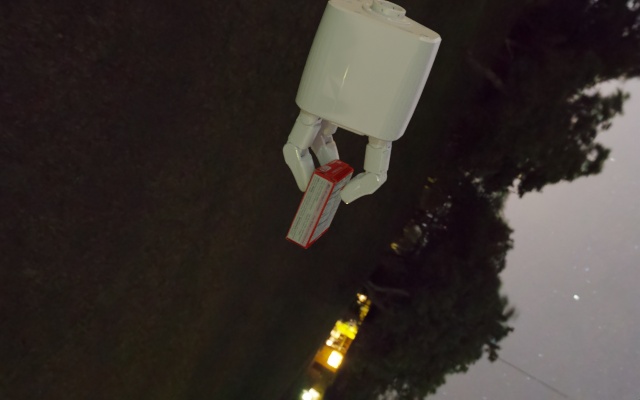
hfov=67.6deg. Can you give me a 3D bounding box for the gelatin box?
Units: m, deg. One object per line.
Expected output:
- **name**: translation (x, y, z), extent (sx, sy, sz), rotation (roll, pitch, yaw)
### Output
- **gelatin box**: translation (0.000, 0.002, 0.540), extent (0.030, 0.089, 0.073), rotation (27, 21, 11)
